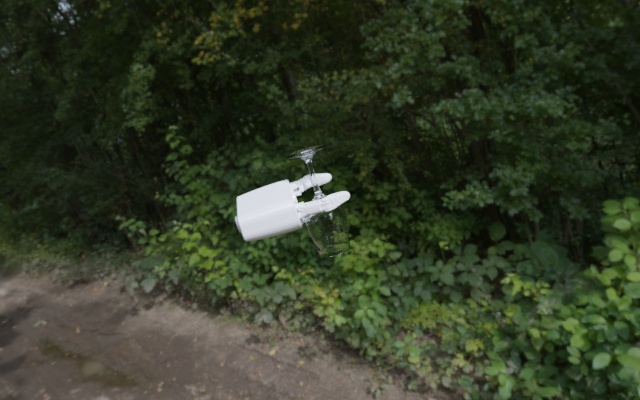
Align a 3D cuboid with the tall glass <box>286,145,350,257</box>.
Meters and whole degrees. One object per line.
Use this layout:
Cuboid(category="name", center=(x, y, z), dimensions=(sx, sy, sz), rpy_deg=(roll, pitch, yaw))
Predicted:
Cuboid(category="tall glass", center=(0.000, 0.002, 0.895), dimensions=(0.079, 0.201, 0.079), rpy_deg=(-16, 13, 4))
